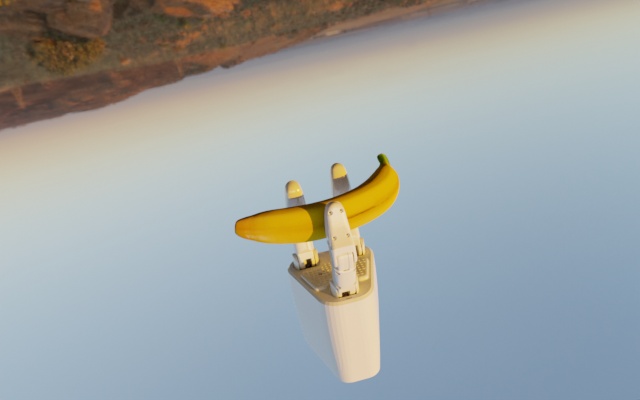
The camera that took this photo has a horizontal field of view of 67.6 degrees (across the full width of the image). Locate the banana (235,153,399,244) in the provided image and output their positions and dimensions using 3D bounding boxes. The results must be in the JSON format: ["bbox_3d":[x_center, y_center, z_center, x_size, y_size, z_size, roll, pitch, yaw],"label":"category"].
[{"bbox_3d":[0.014,0.007,0.479,0.198,0.037,0.069,-24,33,-29],"label":"banana"}]
